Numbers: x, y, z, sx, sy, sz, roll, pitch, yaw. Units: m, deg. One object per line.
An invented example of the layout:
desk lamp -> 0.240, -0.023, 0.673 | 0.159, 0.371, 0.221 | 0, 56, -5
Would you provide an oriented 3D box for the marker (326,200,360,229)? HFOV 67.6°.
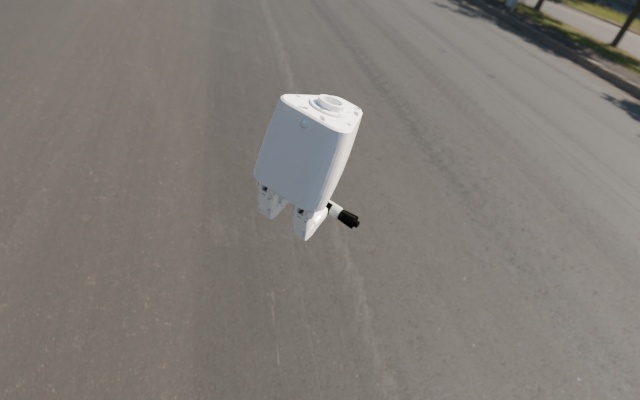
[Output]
marker -> 0.000, 0.002, 0.642 | 0.121, 0.020, 0.020 | 31, 10, 17
